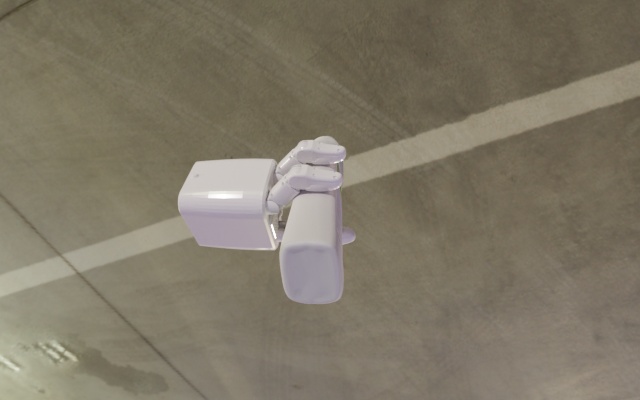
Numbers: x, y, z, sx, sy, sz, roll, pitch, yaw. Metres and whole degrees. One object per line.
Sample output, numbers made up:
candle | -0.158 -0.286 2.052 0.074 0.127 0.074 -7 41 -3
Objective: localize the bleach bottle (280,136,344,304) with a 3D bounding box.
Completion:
bleach bottle | 0.000 0.002 0.606 0.068 0.103 0.250 0 38 6
